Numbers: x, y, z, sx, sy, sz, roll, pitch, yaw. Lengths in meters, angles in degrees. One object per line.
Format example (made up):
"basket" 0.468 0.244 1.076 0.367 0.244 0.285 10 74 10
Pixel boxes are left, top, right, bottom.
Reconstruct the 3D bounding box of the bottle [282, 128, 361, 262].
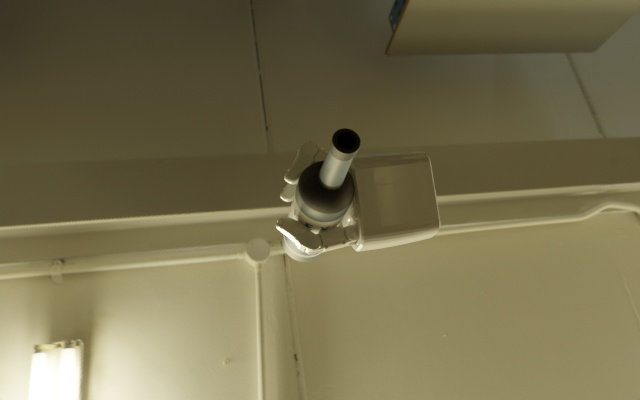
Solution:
"bottle" 0.000 0.002 0.579 0.069 0.069 0.296 0 -23 -10
